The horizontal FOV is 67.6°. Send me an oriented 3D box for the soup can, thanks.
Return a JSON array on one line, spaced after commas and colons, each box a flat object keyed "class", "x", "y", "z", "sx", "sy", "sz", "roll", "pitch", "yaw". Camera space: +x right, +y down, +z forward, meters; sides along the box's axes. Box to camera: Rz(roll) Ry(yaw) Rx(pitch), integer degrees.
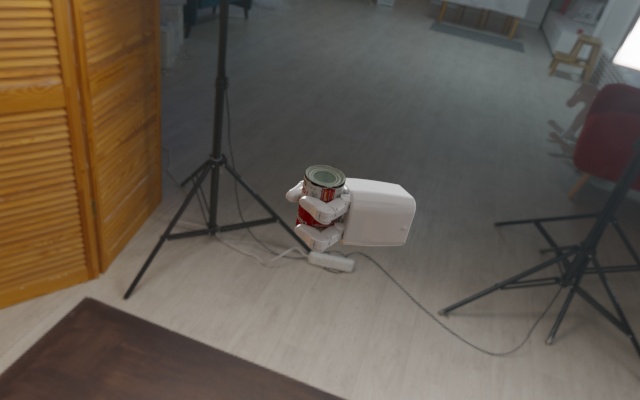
[{"class": "soup can", "x": 0.000, "y": 0.002, "z": 0.773, "sx": 0.068, "sy": 0.102, "sz": 0.068, "roll": 8, "pitch": 33, "yaw": -5}]
